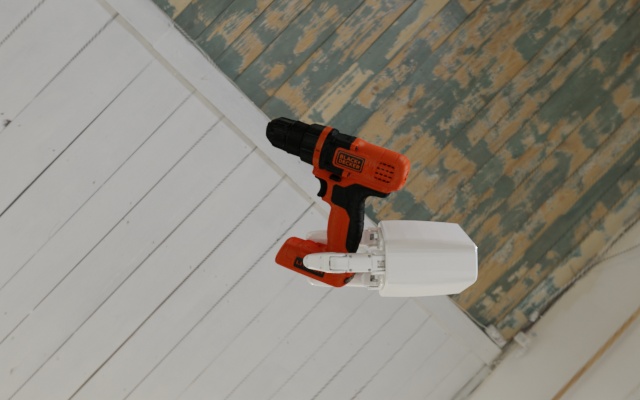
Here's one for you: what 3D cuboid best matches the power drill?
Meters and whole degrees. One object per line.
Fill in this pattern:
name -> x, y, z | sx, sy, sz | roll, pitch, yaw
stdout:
power drill -> 0.000, 0.002, 0.600 | 0.184, 0.188, 0.057 | 21, 21, 15
